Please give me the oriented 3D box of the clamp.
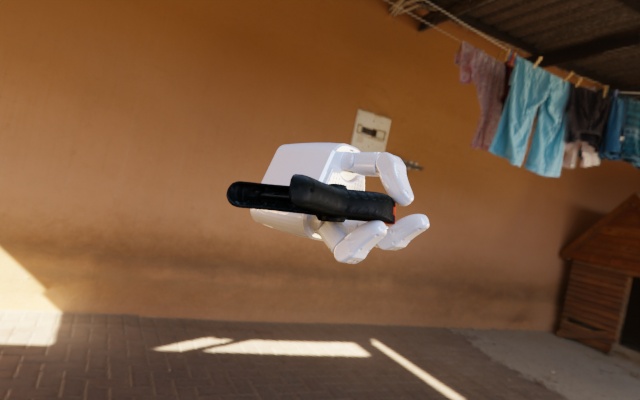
[{"bbox_3d":[0.000,0.001,0.456,0.120,0.039,0.171,8,-4,45],"label":"clamp"}]
